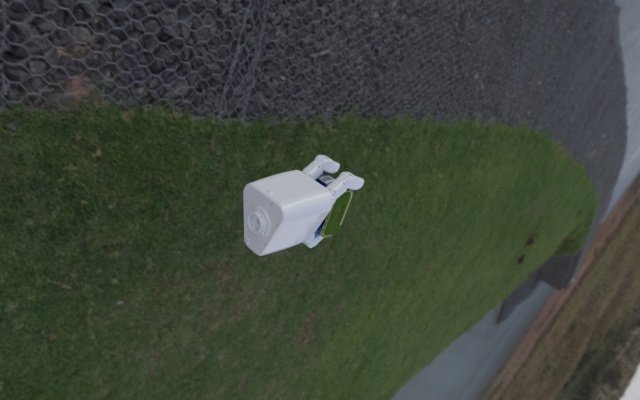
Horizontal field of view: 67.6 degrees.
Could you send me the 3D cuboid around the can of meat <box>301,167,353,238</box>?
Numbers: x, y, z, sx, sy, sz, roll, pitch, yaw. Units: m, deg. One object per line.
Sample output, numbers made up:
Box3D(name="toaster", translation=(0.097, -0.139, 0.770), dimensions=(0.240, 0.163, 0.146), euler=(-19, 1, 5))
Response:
Box3D(name="can of meat", translation=(0.000, 0.003, 0.830), dimensions=(0.084, 0.102, 0.057), euler=(35, 30, 30))
